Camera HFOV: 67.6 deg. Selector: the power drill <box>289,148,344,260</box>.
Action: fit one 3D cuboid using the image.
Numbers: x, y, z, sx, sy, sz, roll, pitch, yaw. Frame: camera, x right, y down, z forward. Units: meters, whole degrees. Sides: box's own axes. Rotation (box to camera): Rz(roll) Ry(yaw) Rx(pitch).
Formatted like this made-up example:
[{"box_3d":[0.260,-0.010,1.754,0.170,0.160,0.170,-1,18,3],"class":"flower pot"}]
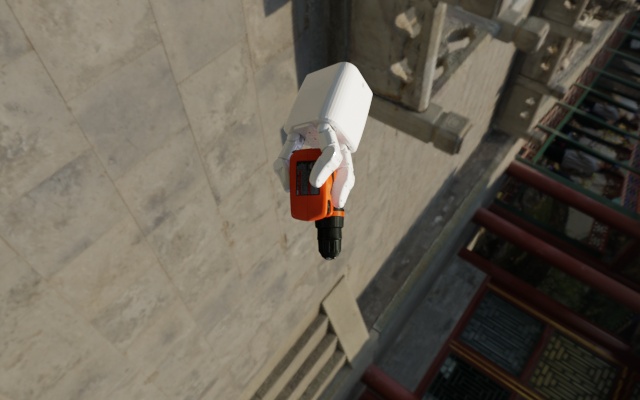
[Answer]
[{"box_3d":[0.000,0.002,0.759,0.057,0.184,0.188,-4,-7,10],"class":"power drill"}]
